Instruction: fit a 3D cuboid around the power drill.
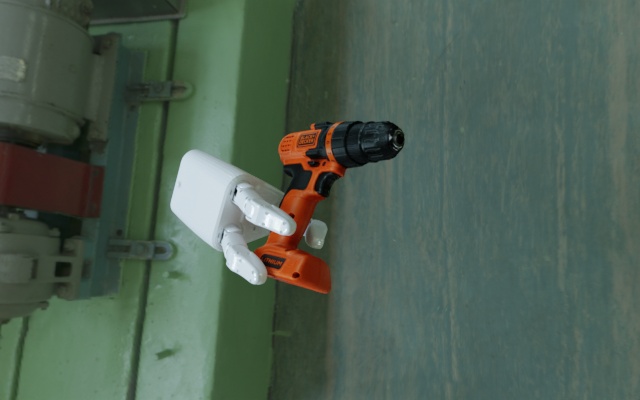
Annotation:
[{"bbox_3d":[0.000,0.002,0.524,0.057,0.187,0.184,28,-17,-35],"label":"power drill"}]
